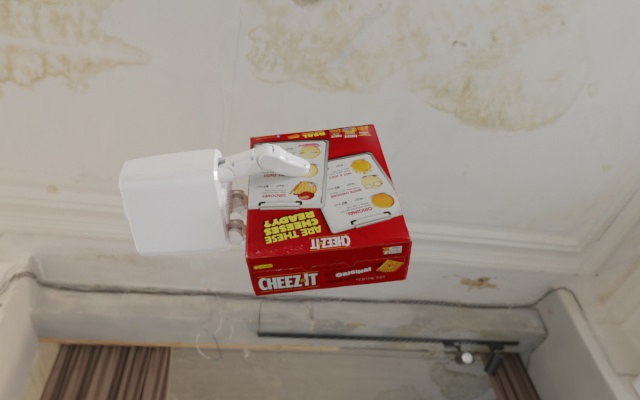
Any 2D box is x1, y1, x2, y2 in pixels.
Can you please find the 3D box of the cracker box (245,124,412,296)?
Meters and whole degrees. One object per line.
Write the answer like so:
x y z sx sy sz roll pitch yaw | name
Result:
0.000 0.002 0.557 0.164 0.072 0.213 -6 42 -2 | cracker box
